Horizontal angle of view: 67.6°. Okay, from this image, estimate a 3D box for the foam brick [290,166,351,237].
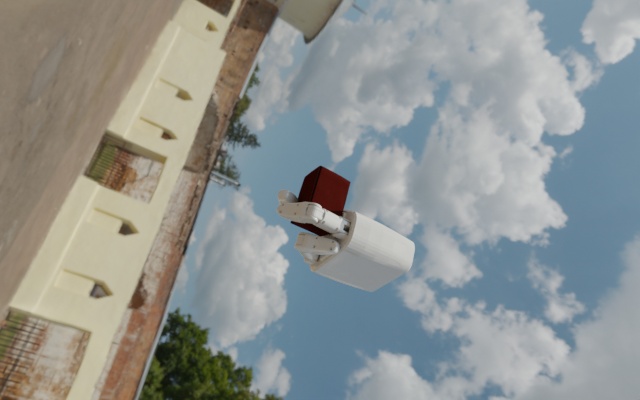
[{"bbox_3d":[0.000,0.002,0.663,0.051,0.078,0.053,24,-23,-20],"label":"foam brick"}]
